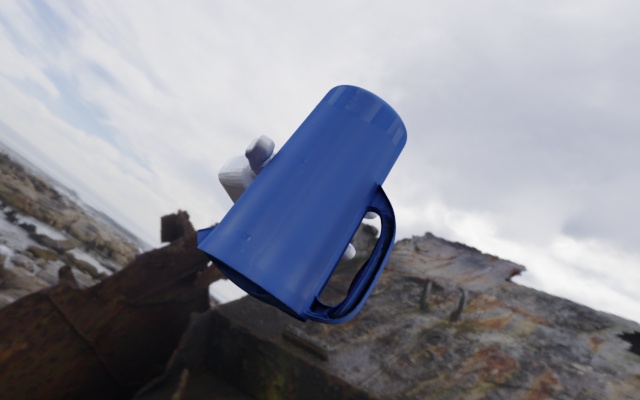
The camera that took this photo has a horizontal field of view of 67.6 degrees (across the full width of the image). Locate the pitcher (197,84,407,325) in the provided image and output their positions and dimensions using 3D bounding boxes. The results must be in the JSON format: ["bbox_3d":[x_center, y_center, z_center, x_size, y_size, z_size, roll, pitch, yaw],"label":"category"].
[{"bbox_3d":[0.000,0.002,0.511,0.149,0.242,0.145,42,-18,-23],"label":"pitcher"}]
